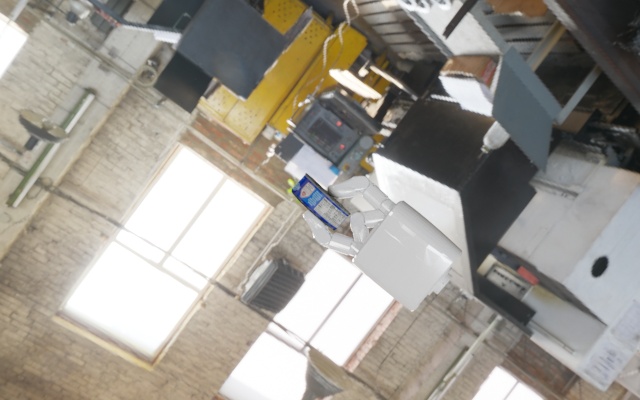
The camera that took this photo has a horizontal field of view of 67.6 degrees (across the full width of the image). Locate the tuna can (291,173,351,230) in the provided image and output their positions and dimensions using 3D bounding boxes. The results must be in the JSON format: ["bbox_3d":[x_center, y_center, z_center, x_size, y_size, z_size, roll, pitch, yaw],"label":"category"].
[{"bbox_3d":[0.000,0.003,0.668,0.086,0.034,0.086,42,3,-3],"label":"tuna can"}]
